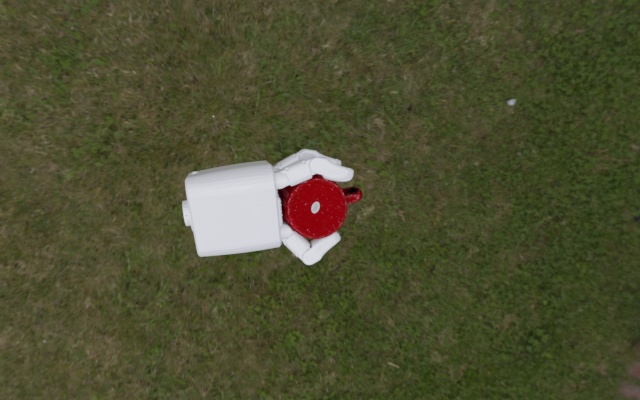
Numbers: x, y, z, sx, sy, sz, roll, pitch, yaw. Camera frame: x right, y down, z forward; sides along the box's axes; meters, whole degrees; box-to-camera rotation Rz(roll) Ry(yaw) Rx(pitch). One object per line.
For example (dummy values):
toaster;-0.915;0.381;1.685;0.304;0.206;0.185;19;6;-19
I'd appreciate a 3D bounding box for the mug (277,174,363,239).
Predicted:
mug;0.002;0.002;0.643;0.117;0.093;0.081;-9;12;-10
